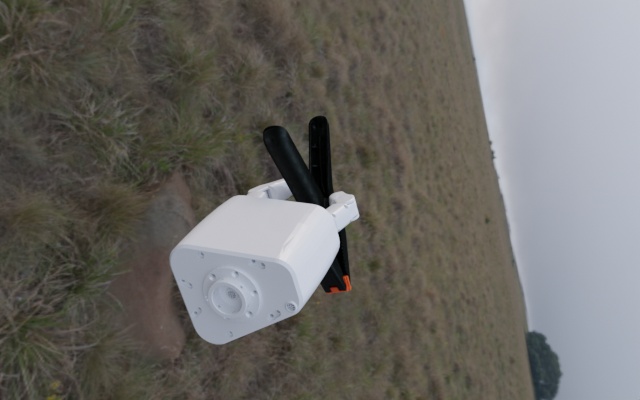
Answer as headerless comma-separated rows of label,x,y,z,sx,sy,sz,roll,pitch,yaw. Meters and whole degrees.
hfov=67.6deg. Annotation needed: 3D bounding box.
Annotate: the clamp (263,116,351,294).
clamp,0.001,0.002,0.545,0.036,0.210,0.164,-10,17,20
